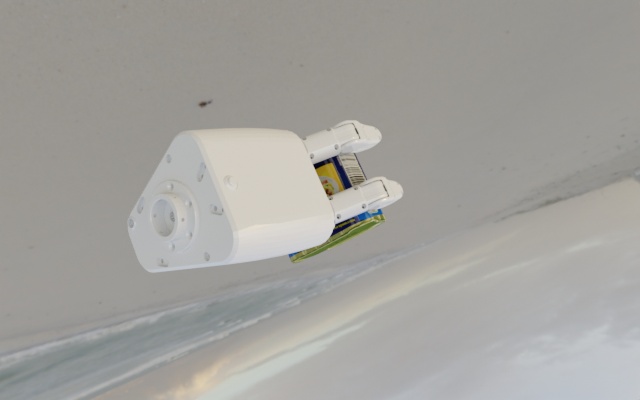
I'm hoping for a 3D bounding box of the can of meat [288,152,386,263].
[{"bbox_3d":[0.000,0.002,0.448,0.102,0.084,0.057,-30,-13,29],"label":"can of meat"}]
